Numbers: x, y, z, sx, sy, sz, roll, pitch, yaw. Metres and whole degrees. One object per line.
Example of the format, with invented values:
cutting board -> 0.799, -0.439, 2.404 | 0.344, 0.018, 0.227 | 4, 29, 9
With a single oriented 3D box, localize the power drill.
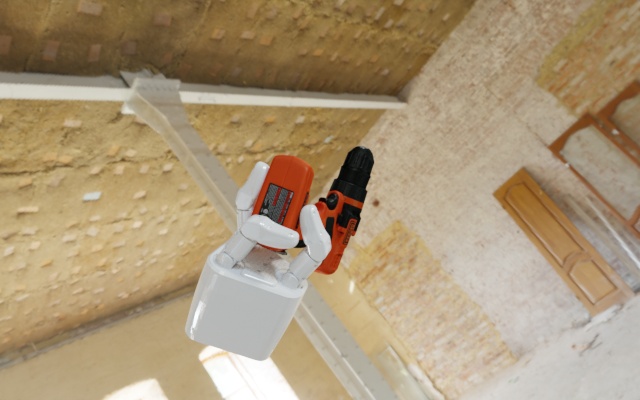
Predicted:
power drill -> 0.000, 0.002, 0.597 | 0.057, 0.184, 0.188 | 19, -1, 30
